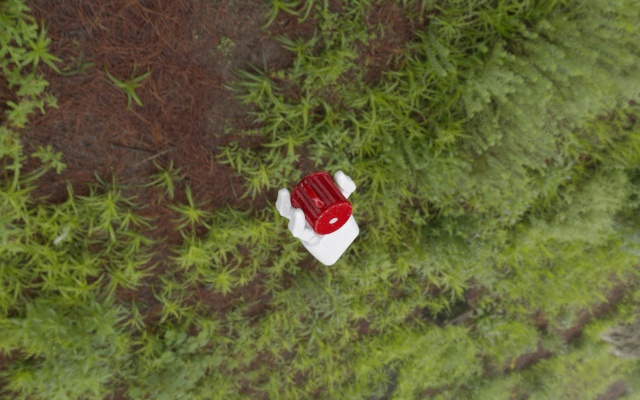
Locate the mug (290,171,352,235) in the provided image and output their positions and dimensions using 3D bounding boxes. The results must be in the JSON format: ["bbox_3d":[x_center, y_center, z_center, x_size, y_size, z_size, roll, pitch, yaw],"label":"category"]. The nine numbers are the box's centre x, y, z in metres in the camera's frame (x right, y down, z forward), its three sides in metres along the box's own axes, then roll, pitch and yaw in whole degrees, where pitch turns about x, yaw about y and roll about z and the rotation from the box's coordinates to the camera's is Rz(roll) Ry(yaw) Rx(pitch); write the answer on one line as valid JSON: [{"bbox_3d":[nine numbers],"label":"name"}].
[{"bbox_3d":[0.000,0.002,0.851,0.093,0.081,0.117,-38,-34,0],"label":"mug"}]
